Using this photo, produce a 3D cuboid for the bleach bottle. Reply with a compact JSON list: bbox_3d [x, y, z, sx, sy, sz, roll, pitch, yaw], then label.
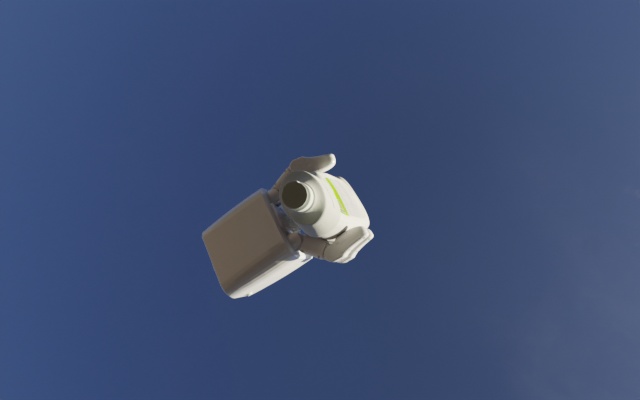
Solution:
[{"bbox_3d":[0.000,0.002,0.607,0.068,0.102,0.251,-35,-14,8],"label":"bleach bottle"}]
